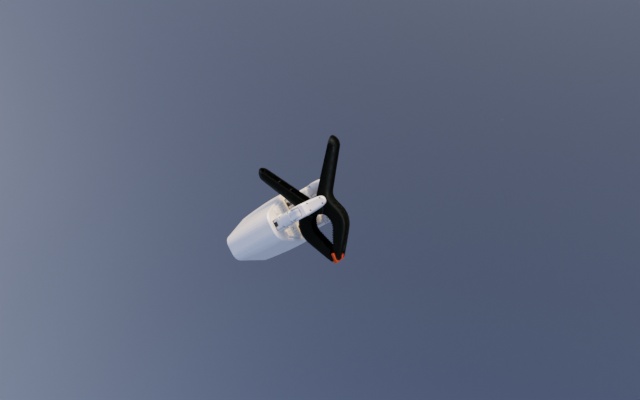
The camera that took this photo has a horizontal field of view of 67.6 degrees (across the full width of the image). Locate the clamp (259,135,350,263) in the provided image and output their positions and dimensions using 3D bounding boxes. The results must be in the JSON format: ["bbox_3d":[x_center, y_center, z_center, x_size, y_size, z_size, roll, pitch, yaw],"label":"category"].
[{"bbox_3d":[0.000,0.003,0.813,0.164,0.210,0.036,-29,-2,29],"label":"clamp"}]
